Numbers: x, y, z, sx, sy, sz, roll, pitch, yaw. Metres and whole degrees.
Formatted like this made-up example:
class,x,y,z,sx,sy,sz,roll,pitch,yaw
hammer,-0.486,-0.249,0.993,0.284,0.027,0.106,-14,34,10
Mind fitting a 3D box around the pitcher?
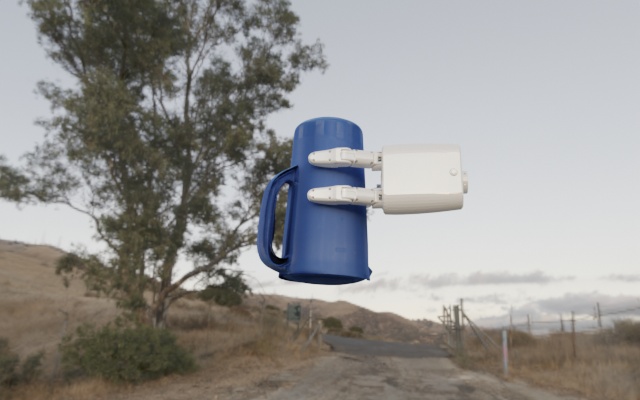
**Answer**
class,x,y,z,sx,sy,sz,roll,pitch,yaw
pitcher,0.000,0.002,0.711,0.145,0.242,0.149,-2,-16,14
